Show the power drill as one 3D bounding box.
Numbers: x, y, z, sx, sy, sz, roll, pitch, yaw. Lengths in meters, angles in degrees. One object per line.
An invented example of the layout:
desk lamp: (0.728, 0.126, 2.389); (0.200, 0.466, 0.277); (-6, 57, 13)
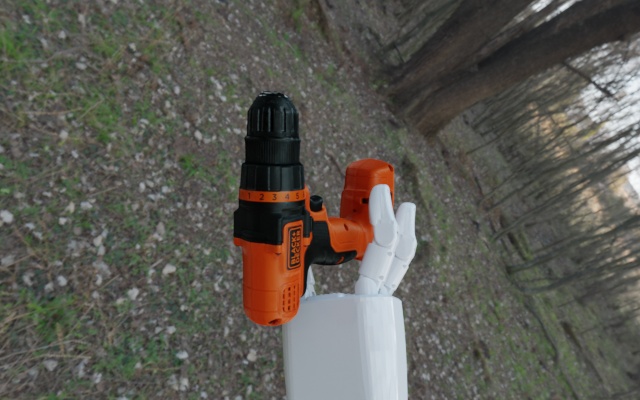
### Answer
power drill: (0.000, 0.002, 0.433); (0.057, 0.184, 0.187); (9, 11, 36)
